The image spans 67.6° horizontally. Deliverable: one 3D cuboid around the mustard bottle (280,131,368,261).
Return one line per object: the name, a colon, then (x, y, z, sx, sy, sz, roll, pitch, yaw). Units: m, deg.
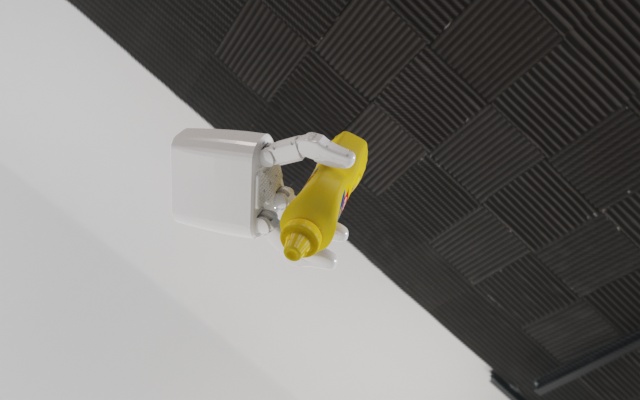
mustard bottle: (0.000, 0.002, 0.528, 0.058, 0.096, 0.191, 28, 36, 1)
